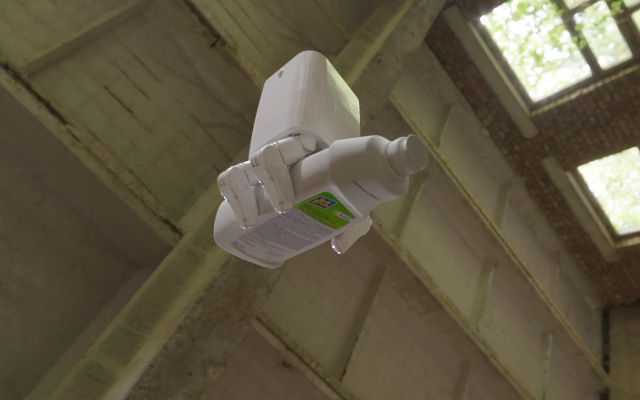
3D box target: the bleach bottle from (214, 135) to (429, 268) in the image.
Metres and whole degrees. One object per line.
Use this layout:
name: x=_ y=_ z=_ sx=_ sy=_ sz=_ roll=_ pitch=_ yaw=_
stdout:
bleach bottle: x=0.000 y=0.002 z=0.471 sx=0.102 sy=0.068 sz=0.251 roll=26 pitch=-35 yaw=-35
